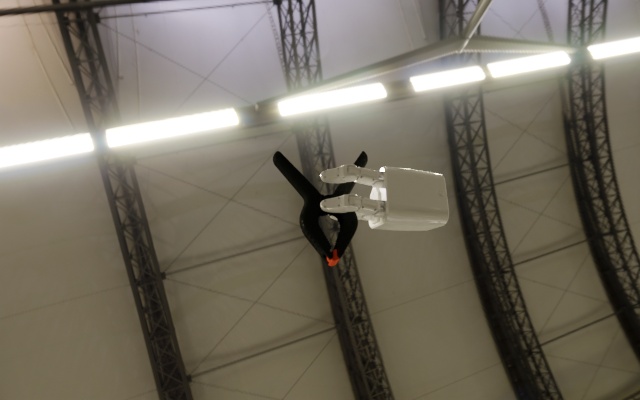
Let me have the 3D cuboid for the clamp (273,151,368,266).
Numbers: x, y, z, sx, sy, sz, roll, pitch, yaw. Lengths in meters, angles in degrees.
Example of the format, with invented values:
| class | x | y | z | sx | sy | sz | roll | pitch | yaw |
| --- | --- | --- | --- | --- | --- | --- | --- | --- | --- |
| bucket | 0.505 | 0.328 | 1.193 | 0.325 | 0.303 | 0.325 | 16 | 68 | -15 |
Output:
| class | x | y | z | sx | sy | sz | roll | pitch | yaw |
| --- | --- | --- | --- | --- | --- | --- | --- | --- | --- |
| clamp | 0.000 | 0.003 | 0.782 | 0.164 | 0.210 | 0.036 | 4 | -28 | -7 |
